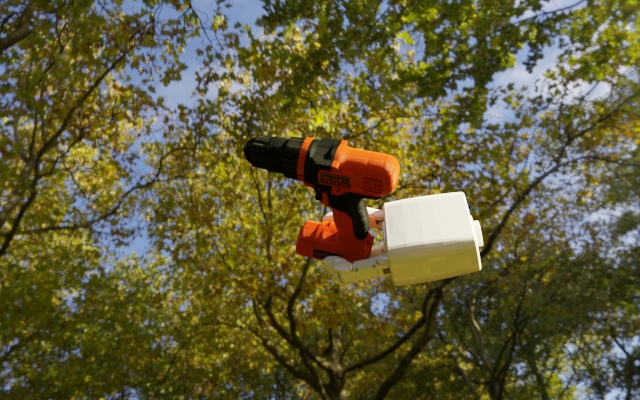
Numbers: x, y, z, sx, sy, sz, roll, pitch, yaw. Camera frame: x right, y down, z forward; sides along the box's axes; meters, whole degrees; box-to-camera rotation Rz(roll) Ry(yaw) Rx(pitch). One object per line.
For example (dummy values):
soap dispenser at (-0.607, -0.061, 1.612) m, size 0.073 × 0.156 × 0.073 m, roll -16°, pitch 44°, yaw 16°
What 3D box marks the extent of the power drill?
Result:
power drill at (0.000, 0.002, 0.600) m, size 0.184 × 0.057 × 0.188 m, roll 13°, pitch -39°, yaw 13°
